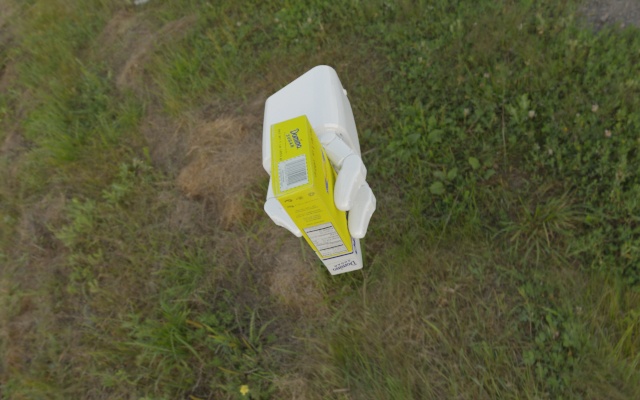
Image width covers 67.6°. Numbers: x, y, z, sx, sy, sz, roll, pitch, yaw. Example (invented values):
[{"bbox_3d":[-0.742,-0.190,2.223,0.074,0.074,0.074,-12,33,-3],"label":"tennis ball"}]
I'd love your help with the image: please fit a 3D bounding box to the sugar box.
[{"bbox_3d":[0.001,0.001,0.518,0.048,0.093,0.176,-16,-36,15],"label":"sugar box"}]
